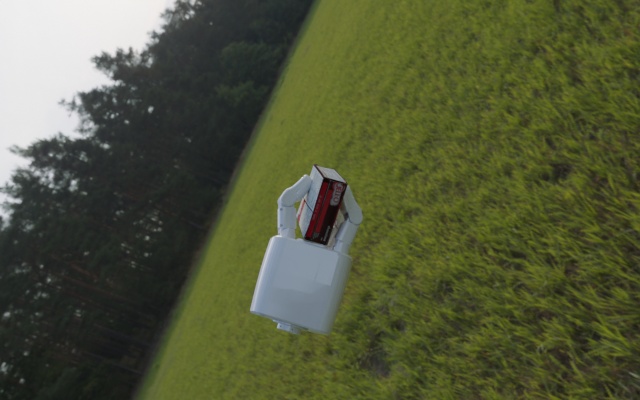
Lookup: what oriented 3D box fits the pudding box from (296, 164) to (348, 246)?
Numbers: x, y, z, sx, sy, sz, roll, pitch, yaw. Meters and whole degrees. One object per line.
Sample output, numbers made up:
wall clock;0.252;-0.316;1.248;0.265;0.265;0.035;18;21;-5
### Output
pudding box;0.000;0.002;0.673;0.039;0.090;0.113;17;11;-13
